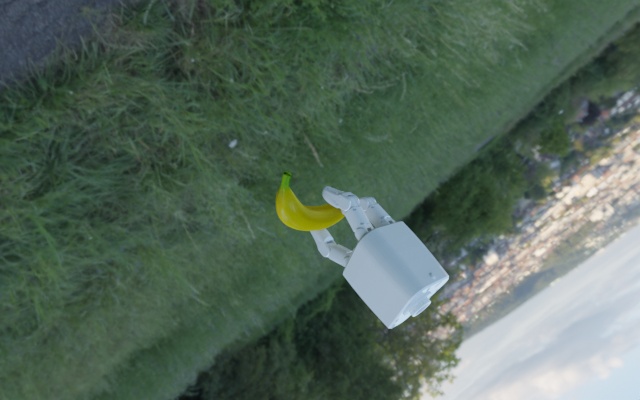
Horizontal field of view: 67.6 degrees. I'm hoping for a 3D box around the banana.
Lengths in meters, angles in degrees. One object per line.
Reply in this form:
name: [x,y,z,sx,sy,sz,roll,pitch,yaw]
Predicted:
banana: [-0.014,0.015,0.709,0.037,0.069,0.198,46,10,28]
